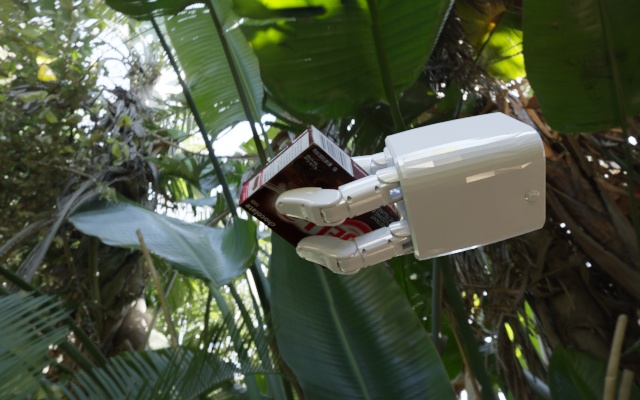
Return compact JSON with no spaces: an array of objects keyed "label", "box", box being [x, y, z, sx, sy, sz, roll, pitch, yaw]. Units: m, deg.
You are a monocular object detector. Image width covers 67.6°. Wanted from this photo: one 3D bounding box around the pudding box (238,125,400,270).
[{"label":"pudding box","box":[0.000,0.001,0.421,0.090,0.113,0.039,-38,28,23]}]
